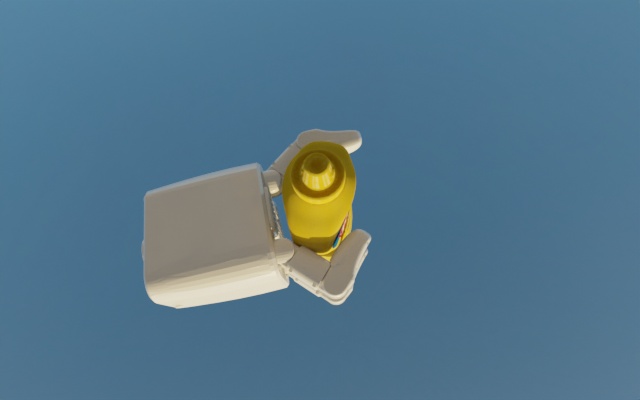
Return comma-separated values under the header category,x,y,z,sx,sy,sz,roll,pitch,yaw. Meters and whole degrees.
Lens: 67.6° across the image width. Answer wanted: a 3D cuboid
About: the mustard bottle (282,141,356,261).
category,x,y,z,sx,sy,sz,roll,pitch,yaw
mustard bottle,0.000,0.001,0.423,0.058,0.096,0.192,11,-16,6
